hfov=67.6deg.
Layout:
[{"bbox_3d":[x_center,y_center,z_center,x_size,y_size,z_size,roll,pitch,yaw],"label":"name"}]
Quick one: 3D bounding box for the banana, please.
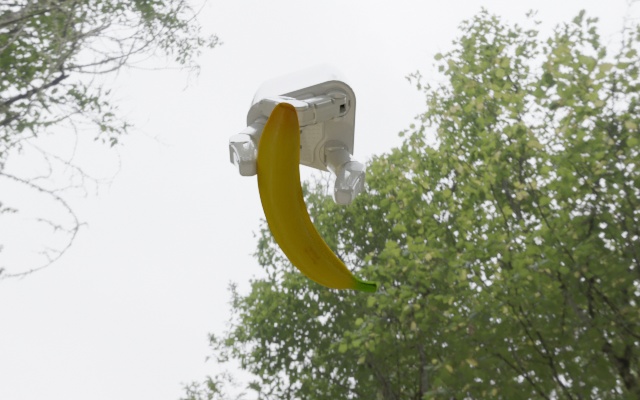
[{"bbox_3d":[-0.016,0.011,0.422,0.069,0.198,0.037,-22,27,10],"label":"banana"}]
